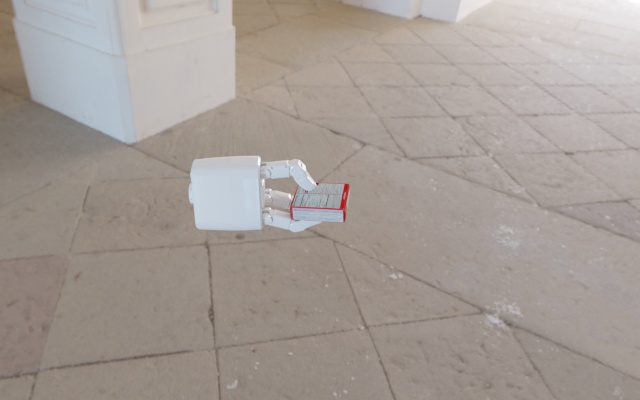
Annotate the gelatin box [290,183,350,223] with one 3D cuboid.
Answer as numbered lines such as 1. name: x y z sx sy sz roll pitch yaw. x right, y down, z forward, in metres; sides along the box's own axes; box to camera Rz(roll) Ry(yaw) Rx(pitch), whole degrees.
1. gelatin box: 0.000 0.002 0.774 0.089 0.030 0.073 2 35 9
